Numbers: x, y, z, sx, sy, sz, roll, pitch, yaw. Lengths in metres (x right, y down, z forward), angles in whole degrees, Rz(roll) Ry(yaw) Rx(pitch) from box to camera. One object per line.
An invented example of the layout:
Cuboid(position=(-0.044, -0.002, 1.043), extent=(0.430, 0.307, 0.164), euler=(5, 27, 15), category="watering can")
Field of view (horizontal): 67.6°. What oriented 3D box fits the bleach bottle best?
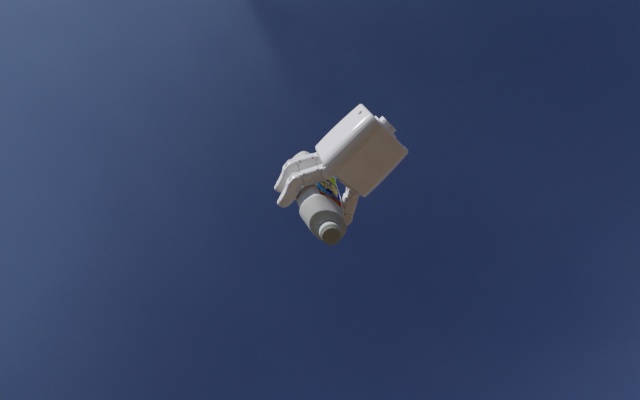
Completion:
Cuboid(position=(0.000, 0.003, 0.795), extent=(0.102, 0.068, 0.250), euler=(41, 12, -25), category="bleach bottle")
